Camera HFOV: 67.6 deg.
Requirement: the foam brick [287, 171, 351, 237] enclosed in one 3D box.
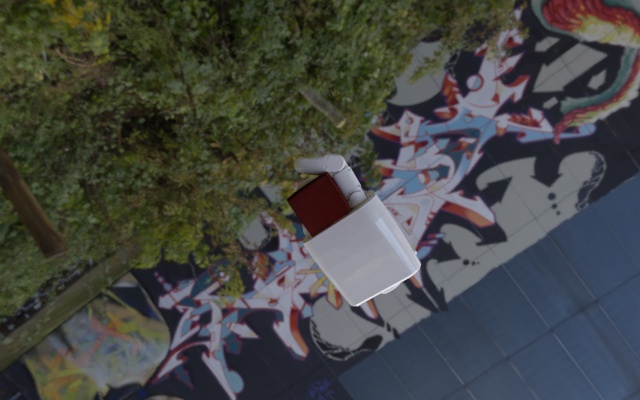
[{"bbox_3d":[0.000,0.002,0.550,0.053,0.051,0.078,-33,4,6],"label":"foam brick"}]
